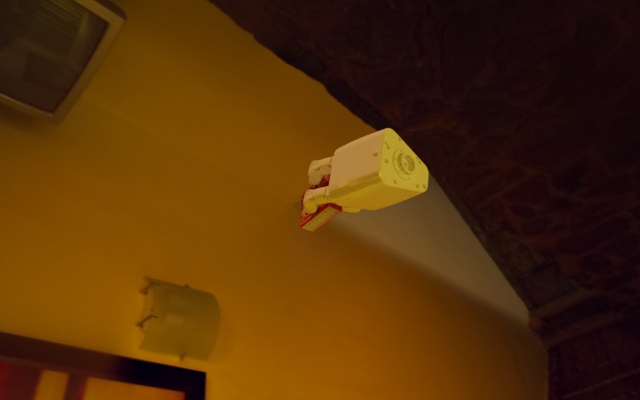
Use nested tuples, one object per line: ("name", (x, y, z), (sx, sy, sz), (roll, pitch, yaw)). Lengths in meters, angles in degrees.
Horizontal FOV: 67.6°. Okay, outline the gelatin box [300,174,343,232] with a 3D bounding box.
("gelatin box", (0.000, 0.003, 0.826), (0.030, 0.073, 0.089), (23, -41, -28))
